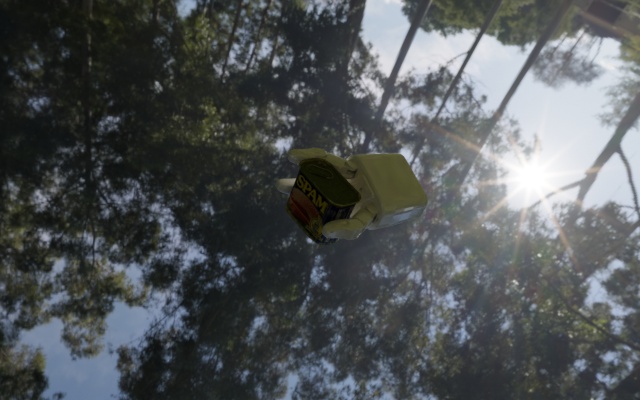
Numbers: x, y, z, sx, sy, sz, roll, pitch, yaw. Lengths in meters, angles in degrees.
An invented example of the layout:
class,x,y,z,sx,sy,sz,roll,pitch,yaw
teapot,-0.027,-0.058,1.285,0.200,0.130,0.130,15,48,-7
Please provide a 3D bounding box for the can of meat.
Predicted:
class,x,y,z,sx,sy,sz,roll,pitch,yaw
can of meat,0.000,0.003,0.694,0.057,0.084,0.102,-14,50,-39
